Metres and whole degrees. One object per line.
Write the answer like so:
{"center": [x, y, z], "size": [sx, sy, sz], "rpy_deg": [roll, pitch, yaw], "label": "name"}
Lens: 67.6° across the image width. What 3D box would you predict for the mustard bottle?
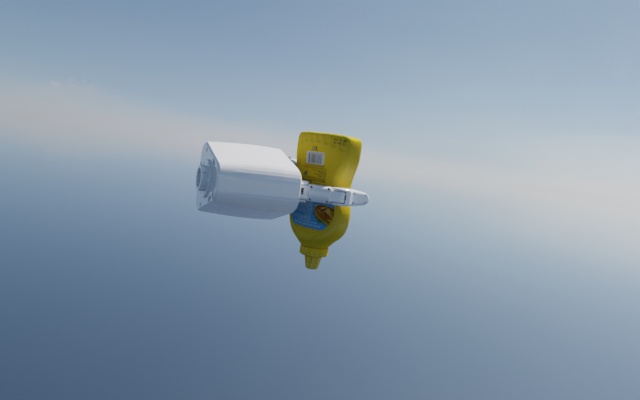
{"center": [0.000, 0.002, 0.672], "size": [0.096, 0.191, 0.058], "rpy_deg": [13, 7, 39], "label": "mustard bottle"}
